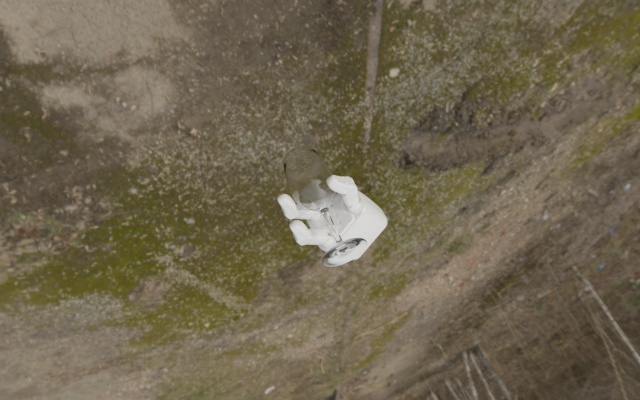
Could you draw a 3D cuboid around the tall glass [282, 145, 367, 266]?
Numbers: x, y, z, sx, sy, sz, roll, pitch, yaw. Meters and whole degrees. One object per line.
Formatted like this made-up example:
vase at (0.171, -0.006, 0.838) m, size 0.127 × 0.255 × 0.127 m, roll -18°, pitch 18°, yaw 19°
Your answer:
tall glass at (0.000, 0.003, 0.773) m, size 0.079 × 0.201 × 0.079 m, roll -19°, pitch -31°, yaw -12°
